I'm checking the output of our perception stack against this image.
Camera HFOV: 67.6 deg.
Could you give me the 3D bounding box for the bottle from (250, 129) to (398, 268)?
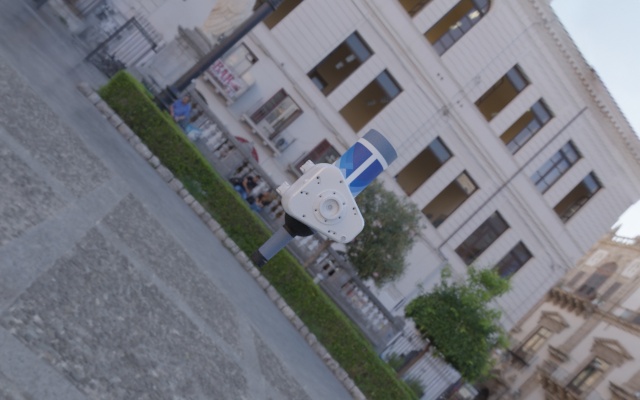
[{"bbox_3d":[0.000,0.002,0.801,0.295,0.069,0.069,-43,3,-3],"label":"bottle"}]
